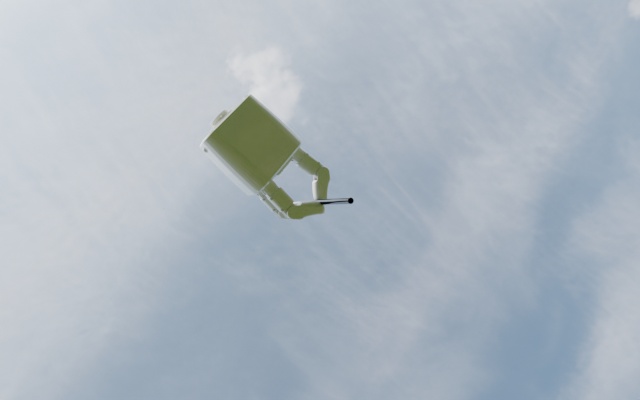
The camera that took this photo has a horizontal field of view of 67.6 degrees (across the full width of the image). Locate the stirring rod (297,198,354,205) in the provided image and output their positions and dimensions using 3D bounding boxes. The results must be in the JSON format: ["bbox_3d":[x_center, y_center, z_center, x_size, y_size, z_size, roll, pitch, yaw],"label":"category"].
[{"bbox_3d":[0.000,0.002,0.706,0.011,0.011,0.239,0,-1,-18],"label":"stirring rod"}]
